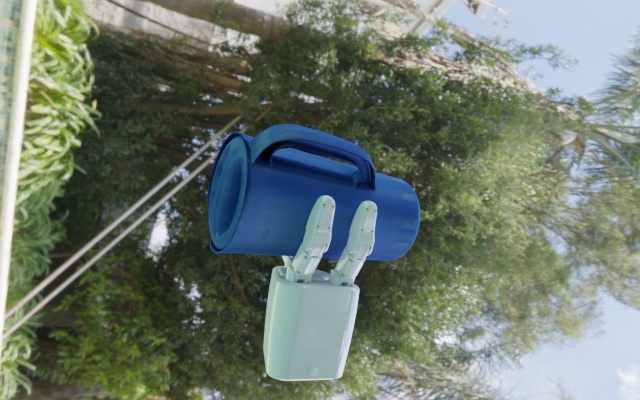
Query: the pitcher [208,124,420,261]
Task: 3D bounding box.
[{"bbox_3d":[0.000,0.002,0.562,0.243,0.145,0.149,9,1,-28],"label":"pitcher"}]
